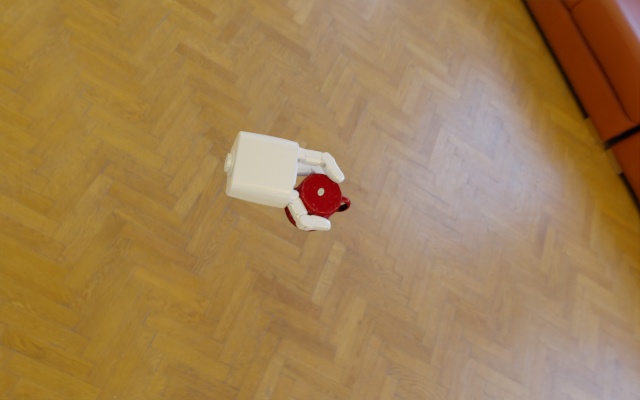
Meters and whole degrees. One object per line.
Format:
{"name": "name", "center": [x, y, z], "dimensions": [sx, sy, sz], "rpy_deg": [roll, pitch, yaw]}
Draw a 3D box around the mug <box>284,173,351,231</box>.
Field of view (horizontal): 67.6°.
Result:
{"name": "mug", "center": [0.002, 0.003, 0.884], "dimensions": [0.117, 0.093, 0.081], "rpy_deg": [10, -24, -19]}
